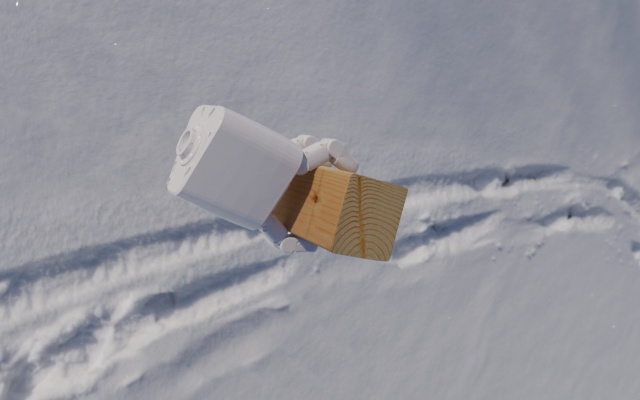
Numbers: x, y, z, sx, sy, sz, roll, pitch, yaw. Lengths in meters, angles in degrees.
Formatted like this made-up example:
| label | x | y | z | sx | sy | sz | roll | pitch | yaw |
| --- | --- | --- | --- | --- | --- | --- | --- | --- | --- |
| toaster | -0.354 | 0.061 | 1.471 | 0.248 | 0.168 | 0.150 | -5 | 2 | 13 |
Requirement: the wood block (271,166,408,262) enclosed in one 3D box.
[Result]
| label | x | y | z | sx | sy | sz | roll | pitch | yaw |
| --- | --- | --- | --- | --- | --- | --- | --- | --- | --- |
| wood block | 0.000 | 0.002 | 0.612 | 0.090 | 0.091 | 0.206 | 13 | 4 | -35 |
